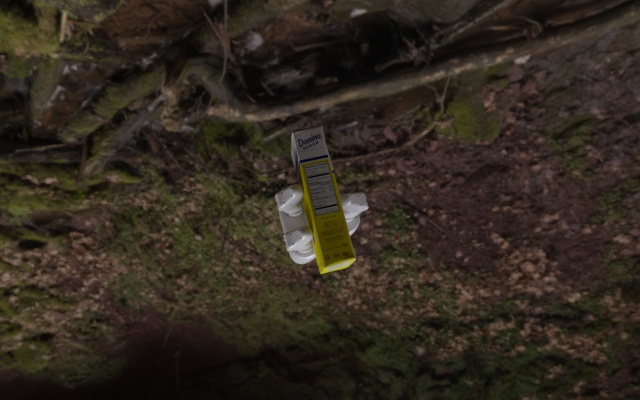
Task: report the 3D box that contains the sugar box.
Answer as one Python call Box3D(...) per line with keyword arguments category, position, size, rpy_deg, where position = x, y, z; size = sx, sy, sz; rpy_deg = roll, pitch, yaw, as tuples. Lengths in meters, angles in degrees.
Box3D(category="sugar box", position=(0.000, 0.002, 0.622), size=(0.048, 0.176, 0.093), rpy_deg=(-15, -12, -8))
